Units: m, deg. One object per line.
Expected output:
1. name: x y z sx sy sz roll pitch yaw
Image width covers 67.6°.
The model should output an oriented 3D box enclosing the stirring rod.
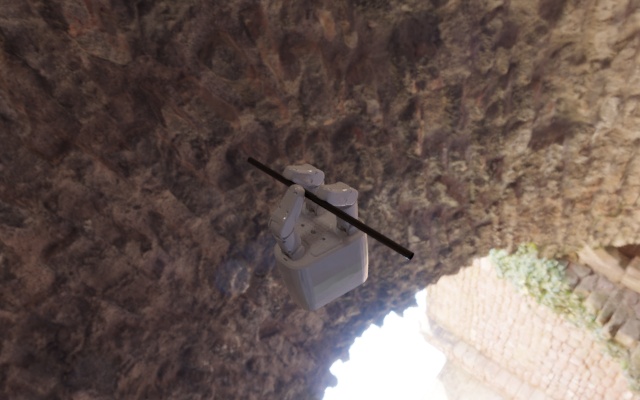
1. stirring rod: 0.000 0.002 0.520 0.239 0.011 0.011 31 18 33
